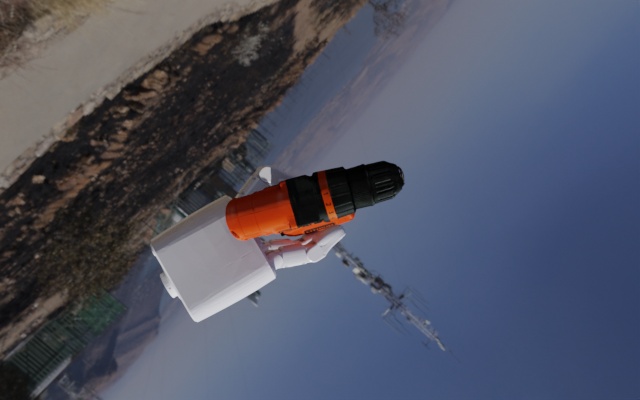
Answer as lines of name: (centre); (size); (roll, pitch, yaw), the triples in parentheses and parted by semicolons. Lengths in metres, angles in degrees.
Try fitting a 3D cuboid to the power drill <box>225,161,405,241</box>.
power drill: (0.000, 0.002, 0.551); (0.184, 0.057, 0.187); (-13, -6, 4)
